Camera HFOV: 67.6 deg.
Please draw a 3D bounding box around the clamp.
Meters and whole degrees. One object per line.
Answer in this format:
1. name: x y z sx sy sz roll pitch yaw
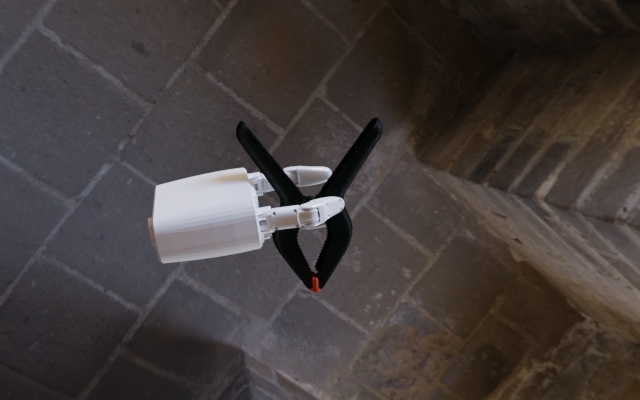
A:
1. clamp: 0.000 0.003 0.554 0.164 0.210 0.036 -10 14 -7
